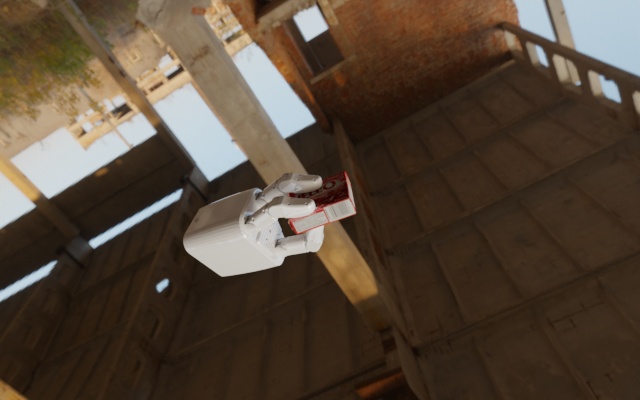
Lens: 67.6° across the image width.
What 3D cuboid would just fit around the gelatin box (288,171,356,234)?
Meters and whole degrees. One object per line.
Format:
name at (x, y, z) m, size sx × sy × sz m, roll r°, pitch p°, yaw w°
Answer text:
gelatin box at (0.001, 0.002, 0.654) m, size 0.089 × 0.030 × 0.073 m, roll -20°, pitch 31°, yaw 10°
